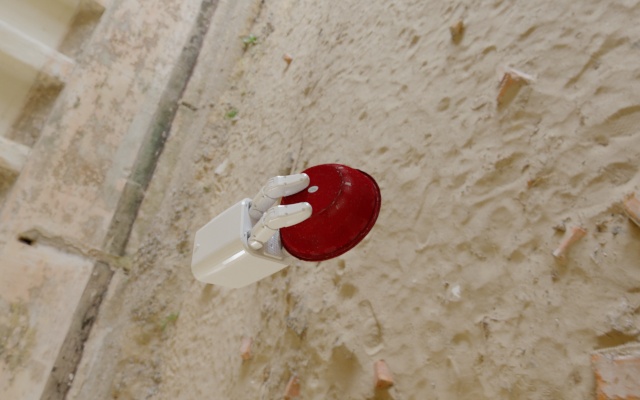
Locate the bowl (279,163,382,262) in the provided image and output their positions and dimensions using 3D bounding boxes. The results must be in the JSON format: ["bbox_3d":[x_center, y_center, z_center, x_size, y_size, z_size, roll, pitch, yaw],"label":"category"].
[{"bbox_3d":[0.001,0.001,0.662,0.162,0.162,0.055,0,-36,33],"label":"bowl"}]
